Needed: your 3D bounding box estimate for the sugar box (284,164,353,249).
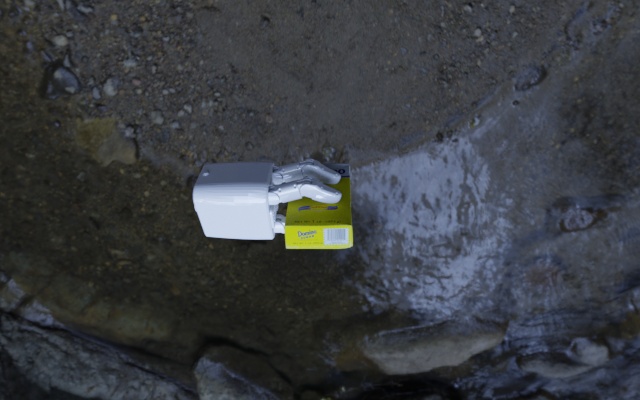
[{"bbox_3d":[0.000,0.002,0.714,0.093,0.048,0.176,0,35,2],"label":"sugar box"}]
